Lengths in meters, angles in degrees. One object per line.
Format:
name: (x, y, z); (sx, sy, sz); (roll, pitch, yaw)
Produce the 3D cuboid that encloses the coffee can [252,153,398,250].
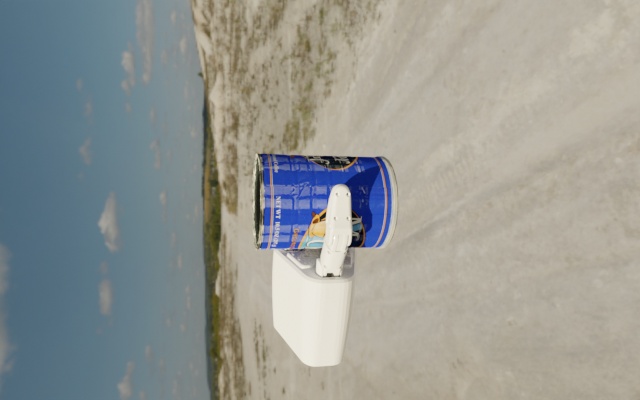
coffee can: (0.000, 0.002, 0.518); (0.140, 0.103, 0.103); (0, 0, -13)
